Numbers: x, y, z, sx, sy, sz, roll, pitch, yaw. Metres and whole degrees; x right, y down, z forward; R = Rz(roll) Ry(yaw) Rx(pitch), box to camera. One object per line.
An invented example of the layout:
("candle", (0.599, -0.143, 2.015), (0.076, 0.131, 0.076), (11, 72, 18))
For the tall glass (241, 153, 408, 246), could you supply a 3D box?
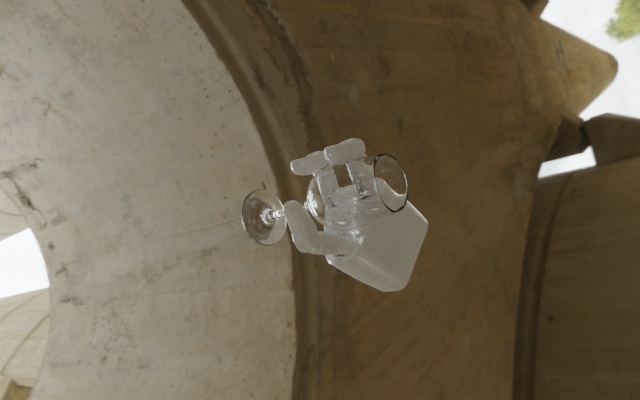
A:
("tall glass", (-0.001, 0.002, 0.550), (0.201, 0.079, 0.079), (-16, -11, 41))
